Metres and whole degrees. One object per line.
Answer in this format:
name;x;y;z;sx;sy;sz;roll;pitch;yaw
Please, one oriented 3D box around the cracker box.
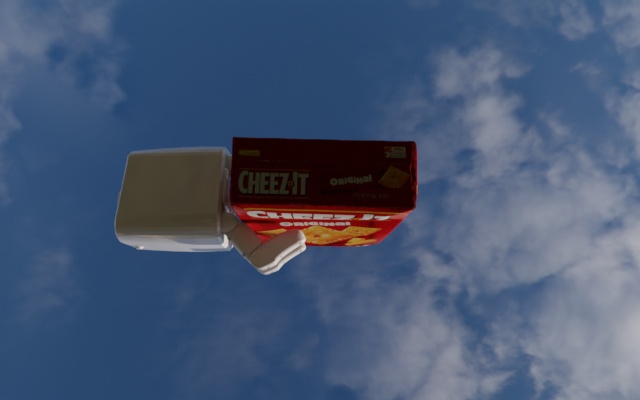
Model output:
cracker box;0.000;0.002;0.513;0.164;0.072;0.214;1;-13;-1
